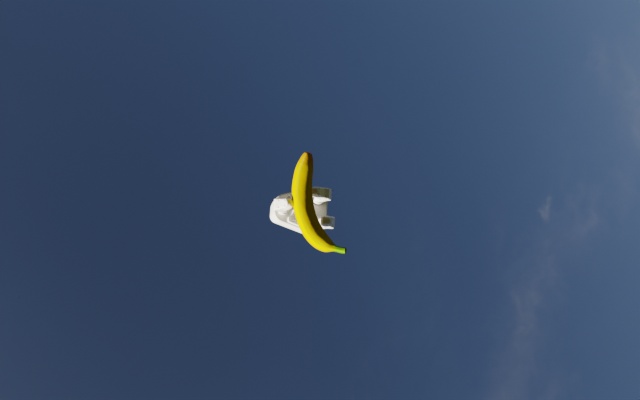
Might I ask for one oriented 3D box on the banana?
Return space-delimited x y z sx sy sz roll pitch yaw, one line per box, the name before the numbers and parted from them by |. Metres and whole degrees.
banana | -0.016 0.013 0.872 0.069 0.198 0.037 -21 -4 6
